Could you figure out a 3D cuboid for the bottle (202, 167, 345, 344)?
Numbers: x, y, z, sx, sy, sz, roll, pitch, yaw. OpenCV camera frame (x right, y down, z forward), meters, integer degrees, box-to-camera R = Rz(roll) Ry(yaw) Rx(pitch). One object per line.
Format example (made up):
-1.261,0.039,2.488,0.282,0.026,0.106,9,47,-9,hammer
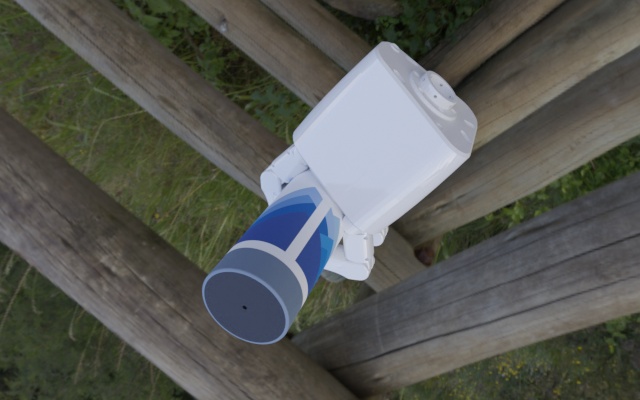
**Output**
0.000,0.002,0.440,0.069,0.069,0.295,0,29,24,bottle
